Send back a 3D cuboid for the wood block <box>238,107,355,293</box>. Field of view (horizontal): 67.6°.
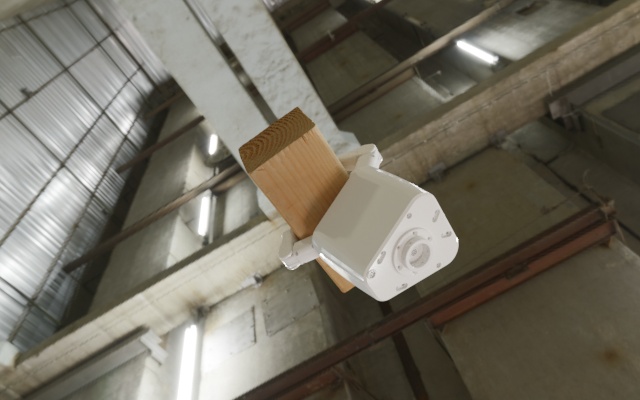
[{"bbox_3d":[0.000,0.002,0.585,0.091,0.206,0.090,-35,29,0],"label":"wood block"}]
